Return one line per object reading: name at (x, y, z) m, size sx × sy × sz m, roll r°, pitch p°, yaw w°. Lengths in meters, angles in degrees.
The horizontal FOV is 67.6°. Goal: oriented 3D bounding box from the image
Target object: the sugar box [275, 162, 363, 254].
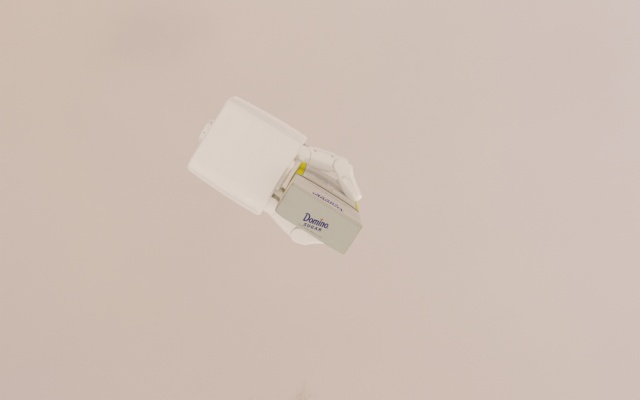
sugar box at (0.000, 0.002, 0.597) m, size 0.093 × 0.048 × 0.176 m, roll 32°, pitch 14°, yaw -5°
